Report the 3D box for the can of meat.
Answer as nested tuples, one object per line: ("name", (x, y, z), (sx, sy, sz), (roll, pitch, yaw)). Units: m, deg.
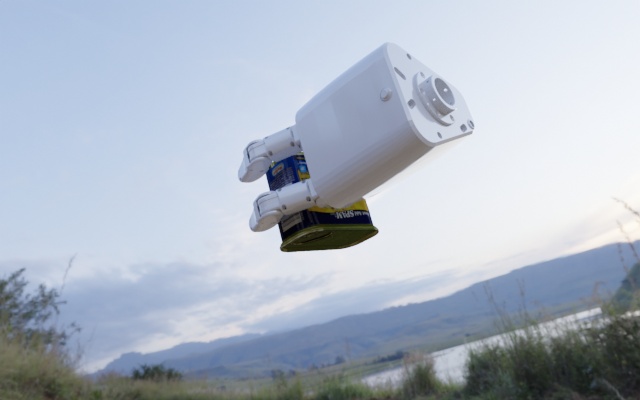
("can of meat", (0.000, 0.001, 0.473), (0.102, 0.084, 0.057), (2, -25, -41))
